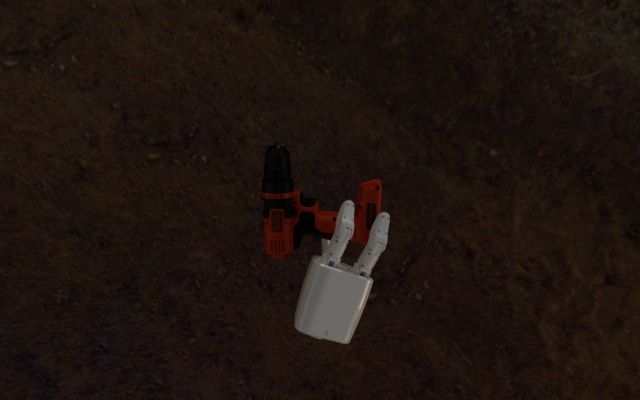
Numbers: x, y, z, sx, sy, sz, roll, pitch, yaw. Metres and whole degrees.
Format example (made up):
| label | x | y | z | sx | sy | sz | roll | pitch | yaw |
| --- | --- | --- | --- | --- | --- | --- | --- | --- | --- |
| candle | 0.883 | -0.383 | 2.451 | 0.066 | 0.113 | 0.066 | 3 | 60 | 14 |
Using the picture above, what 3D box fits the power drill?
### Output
| label | x | y | z | sx | sy | sz | roll | pitch | yaw |
| --- | --- | --- | --- | --- | --- | --- | --- | --- | --- |
| power drill | 0.001 | 0.003 | 0.754 | 0.187 | 0.184 | 0.057 | 1 | 15 | 3 |
